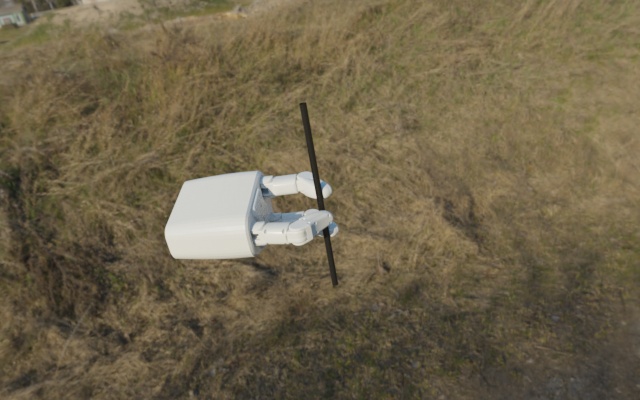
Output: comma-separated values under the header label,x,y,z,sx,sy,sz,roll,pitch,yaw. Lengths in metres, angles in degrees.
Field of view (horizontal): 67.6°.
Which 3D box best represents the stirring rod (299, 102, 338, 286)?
label,x,y,z,sx,sy,sz,roll,pitch,yaw
stirring rod,0.000,0.002,0.568,0.011,0.240,0.011,-8,26,4
